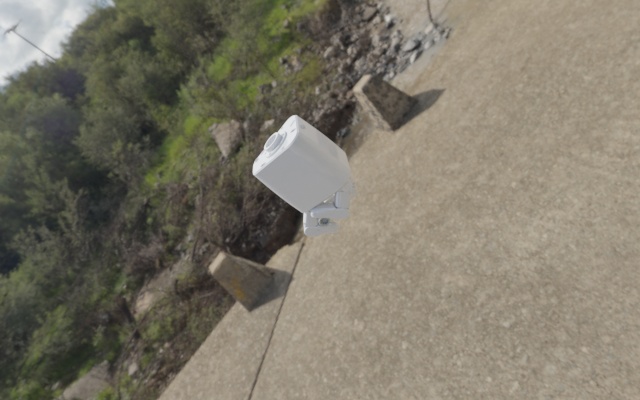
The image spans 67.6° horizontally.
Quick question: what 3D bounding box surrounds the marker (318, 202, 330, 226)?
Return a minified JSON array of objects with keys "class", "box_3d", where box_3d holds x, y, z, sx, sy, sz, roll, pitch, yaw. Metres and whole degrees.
[{"class":"marker","box_3d":[0.000,0.003,0.815,0.020,0.020,0.121,0,31,-7]}]
